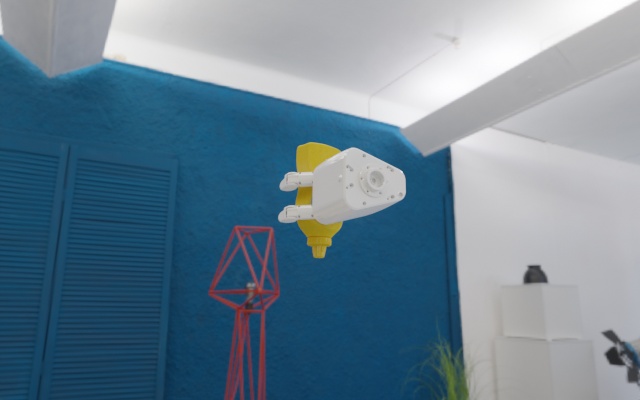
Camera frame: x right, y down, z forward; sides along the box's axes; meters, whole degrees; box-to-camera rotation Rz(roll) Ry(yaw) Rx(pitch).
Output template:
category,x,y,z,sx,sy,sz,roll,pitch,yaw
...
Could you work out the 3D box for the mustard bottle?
category,x,y,z,sx,sy,sz,roll,pitch,yaw
mustard bottle,0.000,0.003,0.825,0.058,0.191,0.096,-10,-17,41
